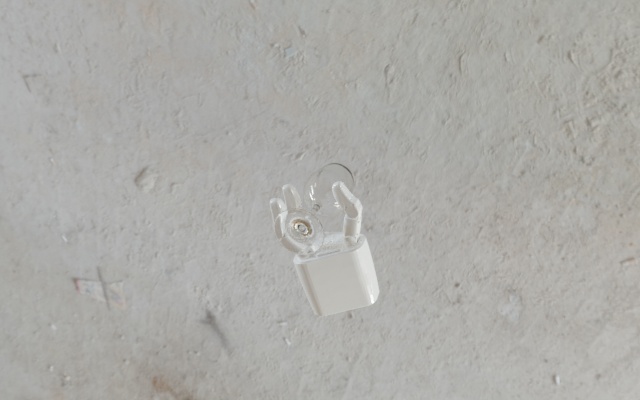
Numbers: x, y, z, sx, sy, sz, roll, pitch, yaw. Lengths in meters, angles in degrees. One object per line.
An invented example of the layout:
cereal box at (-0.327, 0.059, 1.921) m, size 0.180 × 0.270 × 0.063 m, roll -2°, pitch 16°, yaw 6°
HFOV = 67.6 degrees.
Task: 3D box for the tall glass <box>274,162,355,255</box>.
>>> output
tall glass at (0.000, 0.003, 0.746) m, size 0.079 × 0.079 × 0.201 m, roll 0°, pitch 25°, yaw 20°
